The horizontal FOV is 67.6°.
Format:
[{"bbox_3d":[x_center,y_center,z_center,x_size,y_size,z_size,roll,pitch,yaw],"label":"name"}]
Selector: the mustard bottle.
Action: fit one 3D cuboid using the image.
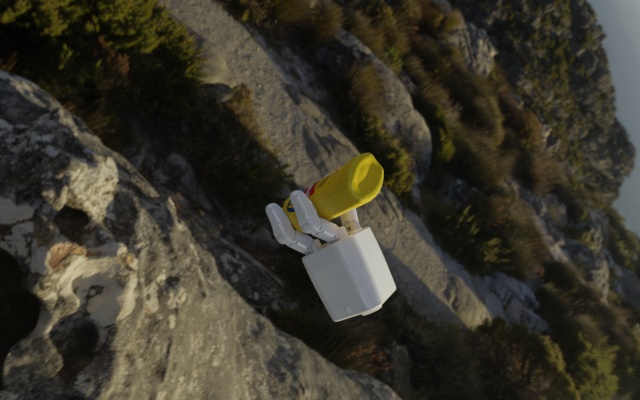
[{"bbox_3d":[0.000,0.002,0.701,0.192,0.058,0.096,-29,17,40],"label":"mustard bottle"}]
